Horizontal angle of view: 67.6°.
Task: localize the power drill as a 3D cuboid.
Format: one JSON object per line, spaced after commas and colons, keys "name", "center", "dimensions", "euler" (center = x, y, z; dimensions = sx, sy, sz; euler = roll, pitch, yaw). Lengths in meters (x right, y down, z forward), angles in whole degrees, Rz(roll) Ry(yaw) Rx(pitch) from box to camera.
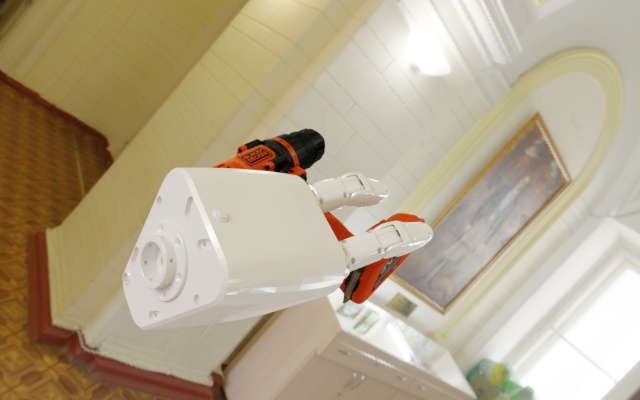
{"name": "power drill", "center": [0.000, 0.002, 0.458], "dimensions": [0.187, 0.057, 0.184], "euler": [32, 39, 20]}
